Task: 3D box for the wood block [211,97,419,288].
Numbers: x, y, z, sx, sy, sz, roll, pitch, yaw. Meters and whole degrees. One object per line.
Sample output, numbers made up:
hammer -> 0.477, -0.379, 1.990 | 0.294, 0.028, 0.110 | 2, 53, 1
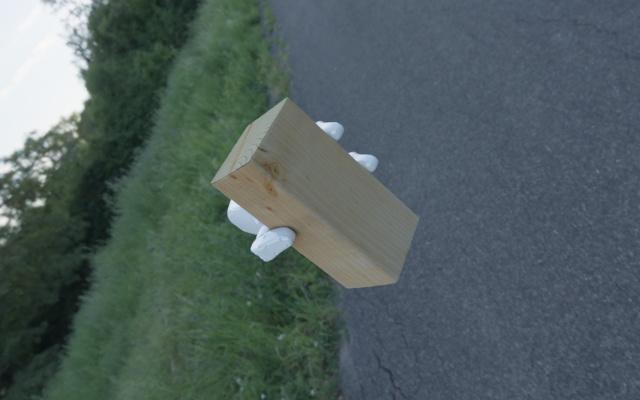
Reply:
wood block -> 0.000, 0.002, 0.522 | 0.206, 0.090, 0.090 | 40, -32, -22
